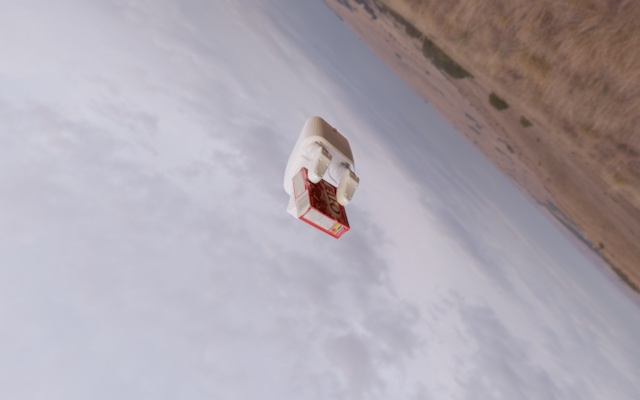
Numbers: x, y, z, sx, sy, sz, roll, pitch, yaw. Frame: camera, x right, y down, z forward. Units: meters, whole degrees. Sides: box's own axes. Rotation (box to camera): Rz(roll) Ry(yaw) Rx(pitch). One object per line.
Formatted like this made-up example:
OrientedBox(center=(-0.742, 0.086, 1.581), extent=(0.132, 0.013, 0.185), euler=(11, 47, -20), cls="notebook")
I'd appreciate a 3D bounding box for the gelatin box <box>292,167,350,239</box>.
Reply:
OrientedBox(center=(0.000, 0.003, 0.668), extent=(0.073, 0.089, 0.030), euler=(31, -60, -31), cls="gelatin box")
